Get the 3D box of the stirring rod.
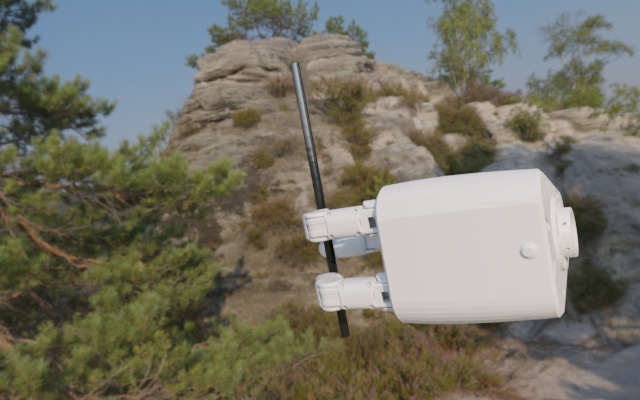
[{"bbox_3d":[0.000,0.001,0.414,0.011,0.239,0.011,-11,3,1],"label":"stirring rod"}]
